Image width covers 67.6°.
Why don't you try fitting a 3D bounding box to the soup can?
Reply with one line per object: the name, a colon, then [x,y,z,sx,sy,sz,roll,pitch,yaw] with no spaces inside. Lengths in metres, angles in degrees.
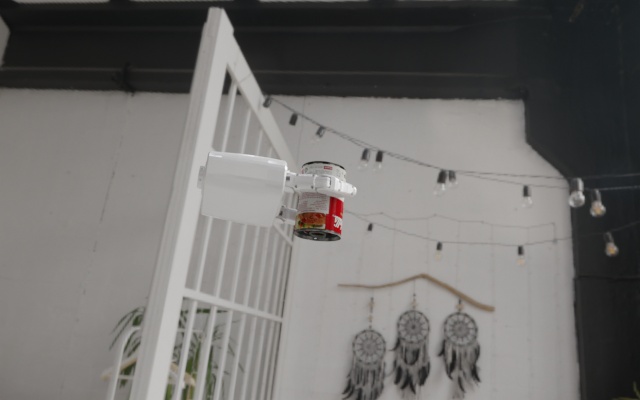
soup can: [0.001,0.002,0.687,0.068,0.102,0.068,5,-17,2]
